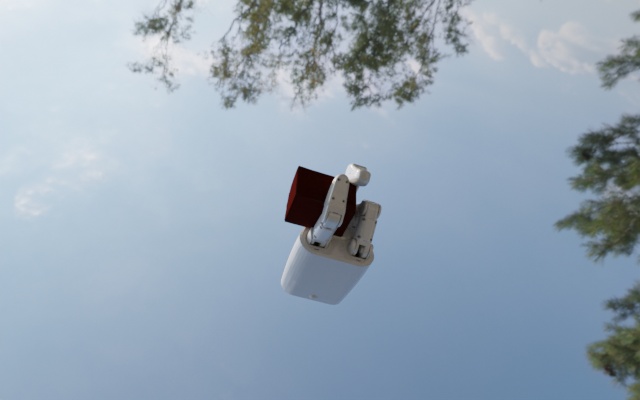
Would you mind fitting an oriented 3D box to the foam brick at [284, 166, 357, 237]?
[{"bbox_3d":[0.000,0.002,0.587,0.078,0.053,0.051,16,-46,-11],"label":"foam brick"}]
